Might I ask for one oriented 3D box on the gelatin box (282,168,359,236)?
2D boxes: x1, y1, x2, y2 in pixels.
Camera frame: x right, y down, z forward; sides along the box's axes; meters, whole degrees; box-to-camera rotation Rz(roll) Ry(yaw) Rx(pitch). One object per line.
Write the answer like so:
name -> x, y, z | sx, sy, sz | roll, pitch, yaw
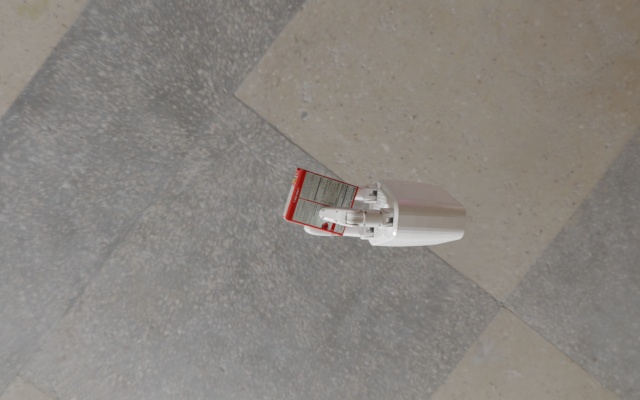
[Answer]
gelatin box -> 0.000, 0.002, 0.662 | 0.089, 0.073, 0.030 | 16, 2, -18
